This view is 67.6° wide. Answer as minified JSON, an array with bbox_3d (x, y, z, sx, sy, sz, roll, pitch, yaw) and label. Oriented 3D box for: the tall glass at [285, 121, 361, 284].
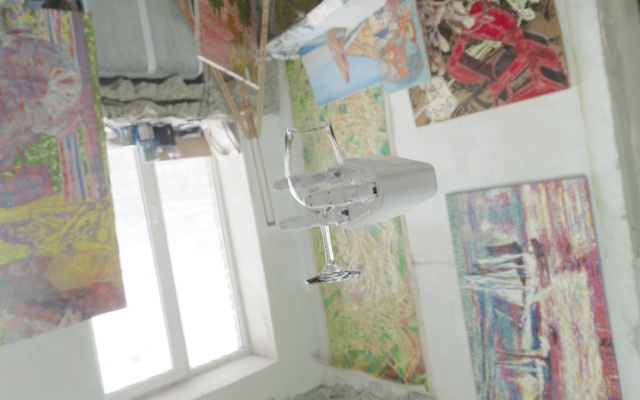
[{"bbox_3d":[0.000,0.003,0.623,0.079,0.201,0.079,-10,1,0],"label":"tall glass"}]
